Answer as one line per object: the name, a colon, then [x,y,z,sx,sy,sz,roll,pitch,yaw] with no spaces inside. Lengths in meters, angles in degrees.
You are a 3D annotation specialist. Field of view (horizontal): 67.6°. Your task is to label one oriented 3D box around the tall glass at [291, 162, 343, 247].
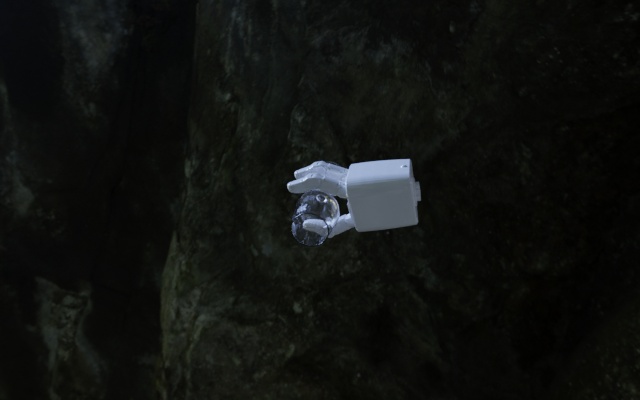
tall glass: [0.000,0.003,0.839,0.079,0.079,0.201,0,26,11]
